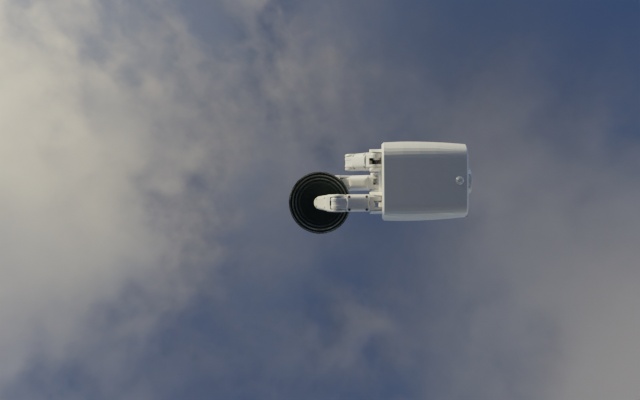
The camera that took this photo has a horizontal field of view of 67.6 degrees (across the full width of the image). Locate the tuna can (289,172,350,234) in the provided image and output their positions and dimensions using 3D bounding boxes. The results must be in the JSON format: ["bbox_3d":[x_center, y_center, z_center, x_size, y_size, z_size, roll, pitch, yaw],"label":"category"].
[{"bbox_3d":[0.000,0.002,0.671,0.086,0.086,0.034,0,4,4],"label":"tuna can"}]
